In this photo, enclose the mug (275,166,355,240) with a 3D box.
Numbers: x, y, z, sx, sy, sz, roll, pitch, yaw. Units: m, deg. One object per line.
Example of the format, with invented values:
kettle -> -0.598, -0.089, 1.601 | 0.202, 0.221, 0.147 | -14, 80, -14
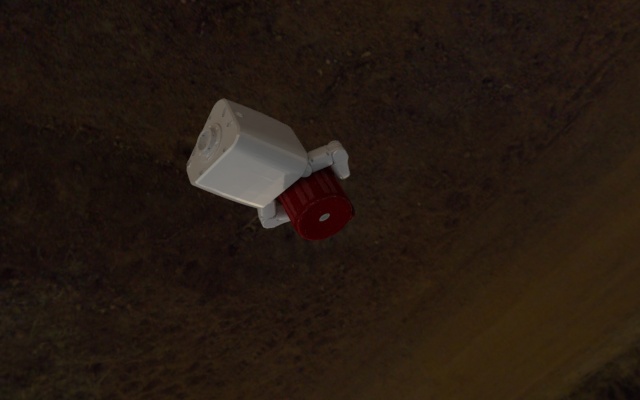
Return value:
mug -> 0.001, 0.003, 0.653 | 0.117, 0.093, 0.081 | 17, 30, -39
